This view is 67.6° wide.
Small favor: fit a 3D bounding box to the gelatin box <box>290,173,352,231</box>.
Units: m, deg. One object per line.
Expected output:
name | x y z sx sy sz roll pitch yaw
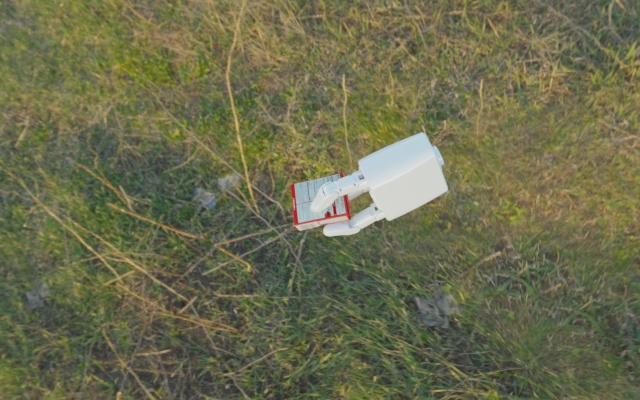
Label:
gelatin box | 0.000 0.002 0.756 0.089 0.073 0.030 -12 -24 11
